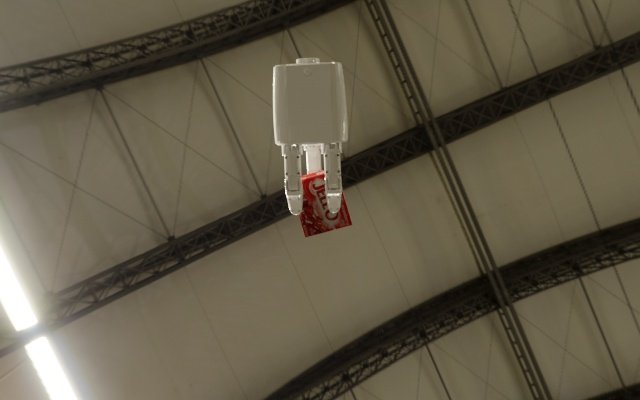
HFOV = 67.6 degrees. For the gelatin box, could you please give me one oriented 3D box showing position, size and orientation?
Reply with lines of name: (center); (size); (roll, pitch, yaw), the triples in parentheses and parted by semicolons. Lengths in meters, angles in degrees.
gelatin box: (0.000, 0.002, 0.700); (0.073, 0.089, 0.030); (-15, 18, 4)
